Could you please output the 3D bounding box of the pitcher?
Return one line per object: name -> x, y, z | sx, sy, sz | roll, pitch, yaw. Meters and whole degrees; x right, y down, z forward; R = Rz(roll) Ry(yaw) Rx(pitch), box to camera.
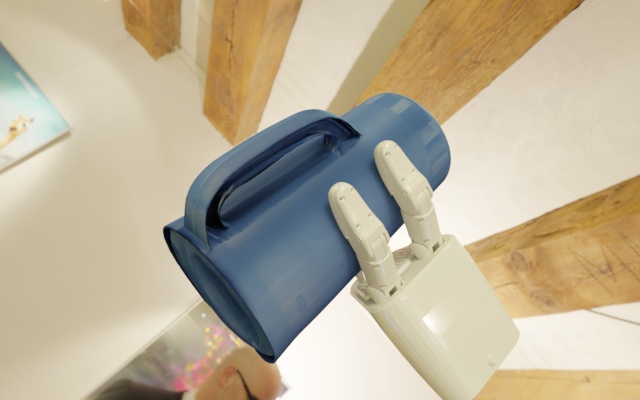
pitcher -> 0.000, 0.001, 0.404 | 0.242, 0.145, 0.149 | -39, 6, -25
